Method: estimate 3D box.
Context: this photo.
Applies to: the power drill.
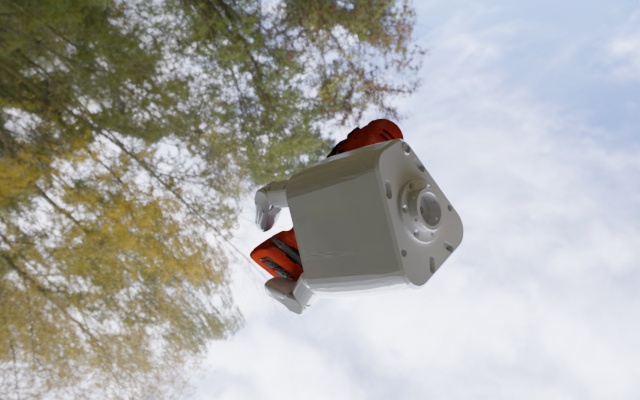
[{"bbox_3d":[0.000,0.002,0.532,0.057,0.187,0.184,38,-18,-6],"label":"power drill"}]
